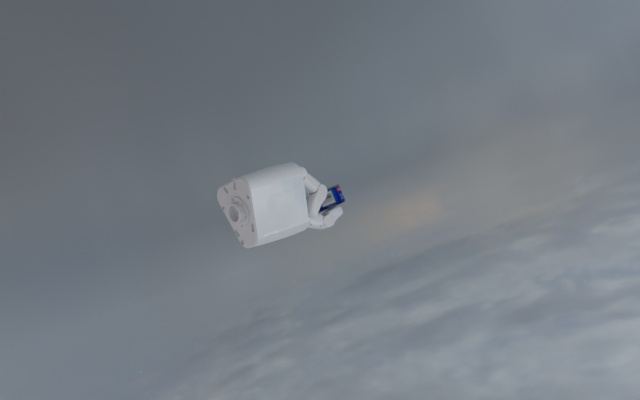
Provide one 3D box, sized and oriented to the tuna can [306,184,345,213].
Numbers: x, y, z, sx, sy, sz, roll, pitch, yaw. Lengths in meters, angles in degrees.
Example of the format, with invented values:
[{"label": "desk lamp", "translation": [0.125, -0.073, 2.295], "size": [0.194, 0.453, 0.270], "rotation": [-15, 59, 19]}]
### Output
[{"label": "tuna can", "translation": [0.000, 0.003, 0.857], "size": [0.086, 0.034, 0.086], "rotation": [-23, -1, 0]}]
